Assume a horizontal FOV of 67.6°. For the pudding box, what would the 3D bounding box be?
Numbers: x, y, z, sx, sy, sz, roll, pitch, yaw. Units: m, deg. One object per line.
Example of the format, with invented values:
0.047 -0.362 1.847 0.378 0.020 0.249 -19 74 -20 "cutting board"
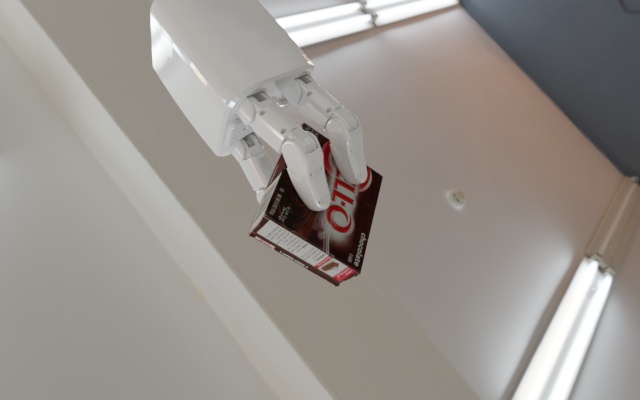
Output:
0.000 0.001 0.401 0.090 0.113 0.039 32 -40 -15 "pudding box"
